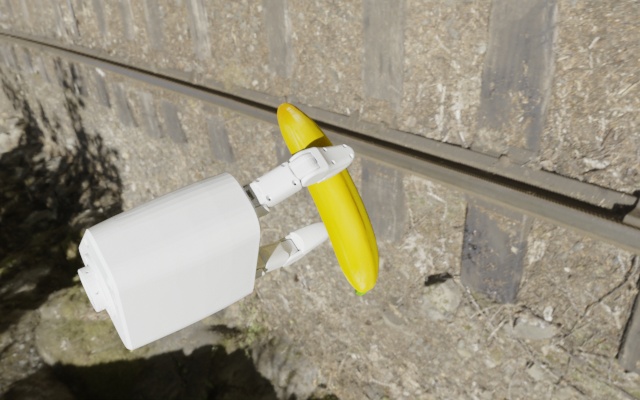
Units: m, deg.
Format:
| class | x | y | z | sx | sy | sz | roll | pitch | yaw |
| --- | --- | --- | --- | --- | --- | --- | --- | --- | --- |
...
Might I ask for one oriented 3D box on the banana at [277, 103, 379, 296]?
| class | x | y | z | sx | sy | sz | roll | pitch | yaw |
| --- | --- | --- | --- | --- | --- | --- | --- | --- | --- |
| banana | 0.010 | 0.004 | 0.421 | 0.037 | 0.198 | 0.069 | -25 | 9 | -26 |
